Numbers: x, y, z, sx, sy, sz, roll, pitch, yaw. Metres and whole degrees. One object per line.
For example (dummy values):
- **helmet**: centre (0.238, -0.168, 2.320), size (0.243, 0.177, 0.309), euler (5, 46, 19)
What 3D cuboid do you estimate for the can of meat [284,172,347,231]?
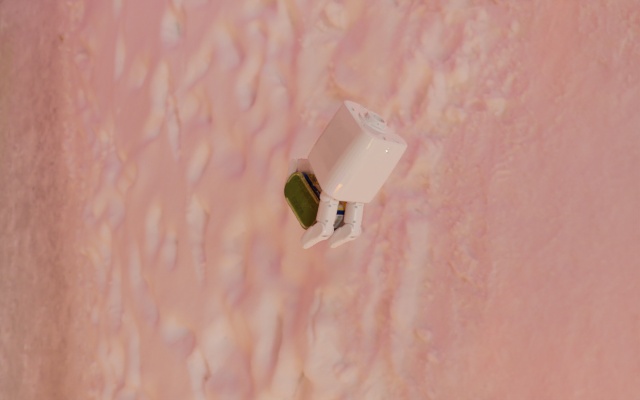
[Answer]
- **can of meat**: centre (0.000, 0.002, 0.751), size (0.084, 0.057, 0.102), euler (5, 41, -44)
